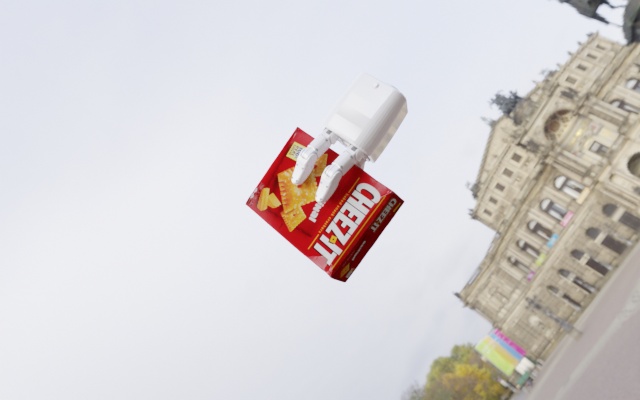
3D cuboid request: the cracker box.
[{"bbox_3d":[0.000,0.003,0.782,0.213,0.164,0.072,37,4,29],"label":"cracker box"}]
